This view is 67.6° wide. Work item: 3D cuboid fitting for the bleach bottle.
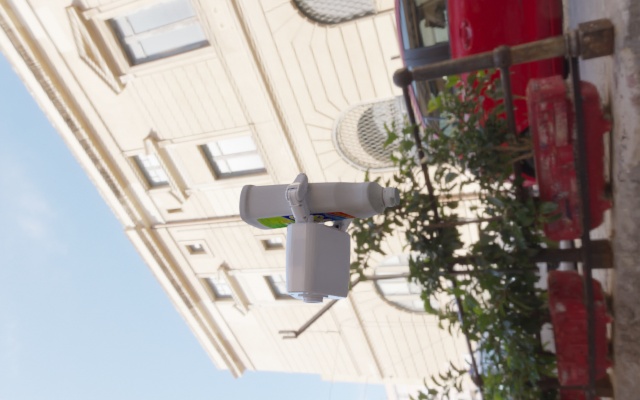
[{"bbox_3d":[0.000,0.003,0.772,0.251,0.068,0.102,-6,-19,24],"label":"bleach bottle"}]
